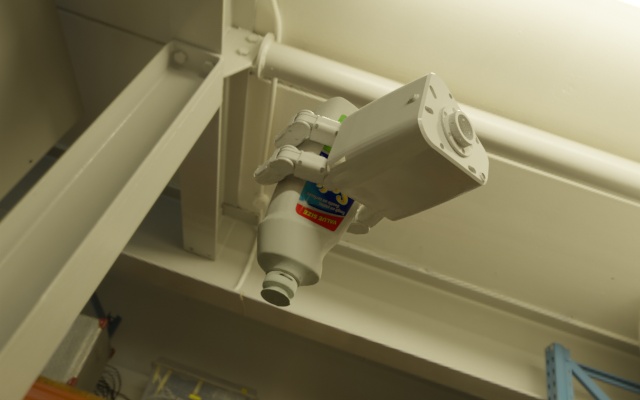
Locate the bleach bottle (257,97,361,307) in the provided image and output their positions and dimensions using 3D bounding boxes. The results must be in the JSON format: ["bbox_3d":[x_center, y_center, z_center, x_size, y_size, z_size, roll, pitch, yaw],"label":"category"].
[{"bbox_3d":[0.000,0.002,0.507,0.102,0.250,0.068,41,-44,-23],"label":"bleach bottle"}]
